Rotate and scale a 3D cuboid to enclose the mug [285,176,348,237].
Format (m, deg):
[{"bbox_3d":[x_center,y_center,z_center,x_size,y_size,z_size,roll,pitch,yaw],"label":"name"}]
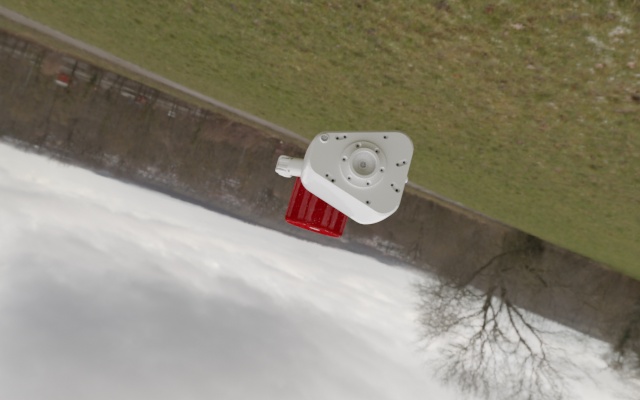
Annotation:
[{"bbox_3d":[0.000,0.002,0.659,0.093,0.081,0.117,17,-7,-2],"label":"mug"}]
